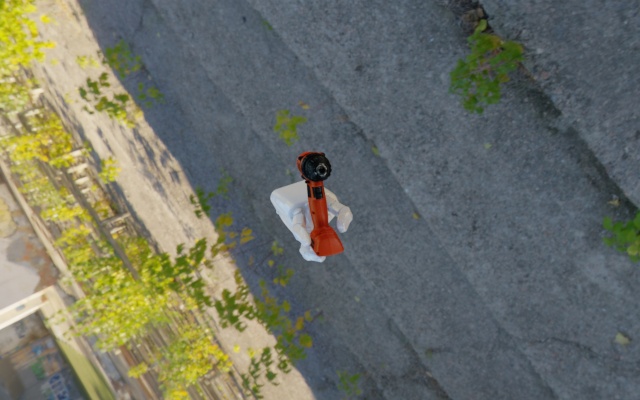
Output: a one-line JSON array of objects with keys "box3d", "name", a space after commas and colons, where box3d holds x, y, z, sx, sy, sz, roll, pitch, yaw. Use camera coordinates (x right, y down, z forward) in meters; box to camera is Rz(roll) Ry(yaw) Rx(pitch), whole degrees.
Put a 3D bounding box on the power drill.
[{"box3d": [0.000, 0.003, 0.876, 0.057, 0.188, 0.184, -9, 10, -6], "name": "power drill"}]
